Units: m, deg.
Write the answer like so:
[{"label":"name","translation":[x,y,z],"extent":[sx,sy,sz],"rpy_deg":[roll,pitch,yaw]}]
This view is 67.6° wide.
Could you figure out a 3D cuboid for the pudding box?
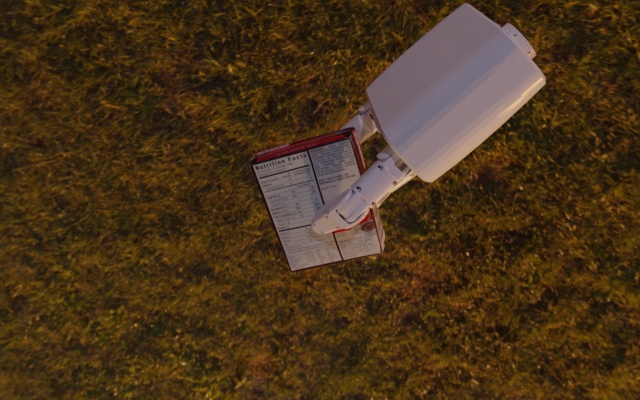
[{"label":"pudding box","translation":[0.000,0.001,0.417],"extent":[0.090,0.113,0.039],"rpy_deg":[-13,19,13]}]
